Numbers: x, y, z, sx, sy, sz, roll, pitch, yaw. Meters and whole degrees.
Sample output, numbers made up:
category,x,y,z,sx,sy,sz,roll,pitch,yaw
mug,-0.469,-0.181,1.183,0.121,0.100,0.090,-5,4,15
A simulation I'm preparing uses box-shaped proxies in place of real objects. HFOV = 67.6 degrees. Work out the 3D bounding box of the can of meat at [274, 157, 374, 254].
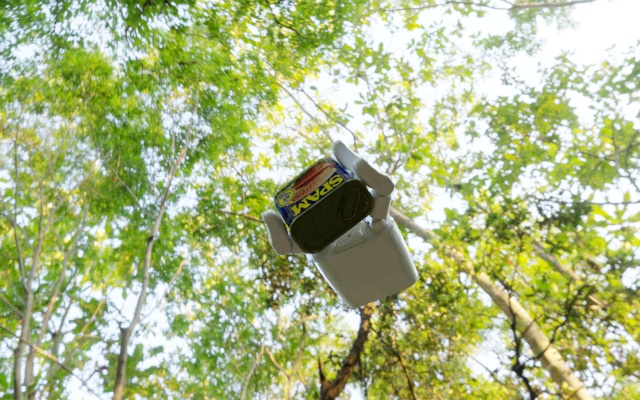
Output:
category,x,y,z,sx,sy,sz,roll,pitch,yaw
can of meat,0.000,0.002,0.572,0.102,0.057,0.084,-37,33,-2
